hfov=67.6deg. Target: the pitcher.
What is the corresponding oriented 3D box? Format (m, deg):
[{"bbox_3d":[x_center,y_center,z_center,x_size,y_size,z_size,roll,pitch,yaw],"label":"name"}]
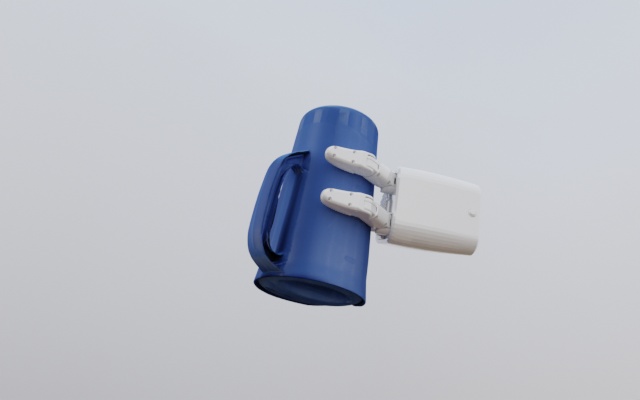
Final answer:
[{"bbox_3d":[0.000,0.002,0.594,0.145,0.242,0.149,11,-23,-2],"label":"pitcher"}]
